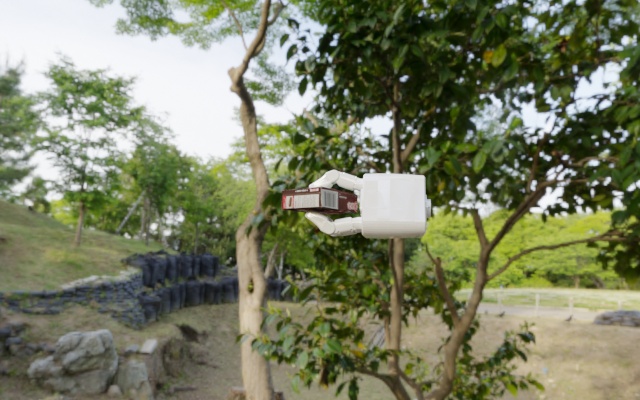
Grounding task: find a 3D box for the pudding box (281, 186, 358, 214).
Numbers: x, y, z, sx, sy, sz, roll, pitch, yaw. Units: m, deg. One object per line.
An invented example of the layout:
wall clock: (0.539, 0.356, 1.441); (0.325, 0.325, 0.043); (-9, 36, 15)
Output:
pudding box: (0.000, 0.003, 0.847); (0.090, 0.039, 0.113); (-5, -11, 37)
